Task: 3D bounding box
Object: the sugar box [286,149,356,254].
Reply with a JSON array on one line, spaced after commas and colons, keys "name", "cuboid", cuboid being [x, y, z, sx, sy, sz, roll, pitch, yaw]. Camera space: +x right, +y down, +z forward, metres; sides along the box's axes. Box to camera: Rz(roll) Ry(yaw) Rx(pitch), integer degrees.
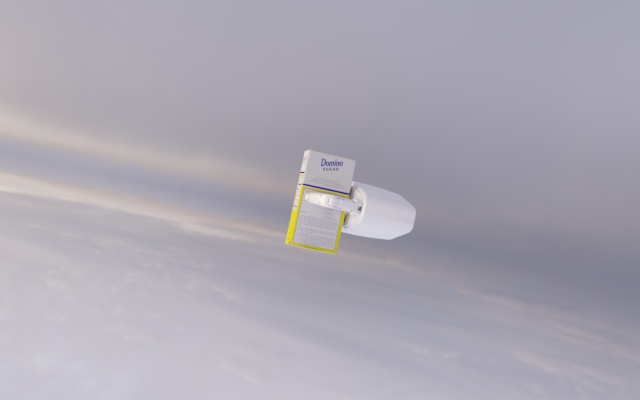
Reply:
[{"name": "sugar box", "cuboid": [0.000, 0.003, 0.874, 0.093, 0.176, 0.048, 13, -2, -15]}]
